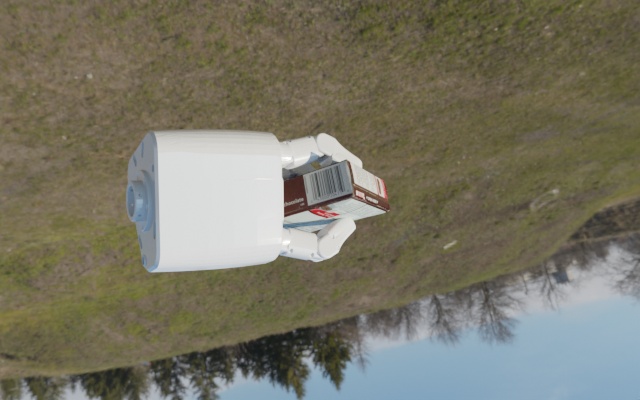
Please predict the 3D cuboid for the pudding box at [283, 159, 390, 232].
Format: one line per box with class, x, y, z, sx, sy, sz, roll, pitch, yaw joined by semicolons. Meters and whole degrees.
pudding box;0.000;0.002;0.477;0.113;0.039;0.090;-15;-16;26
